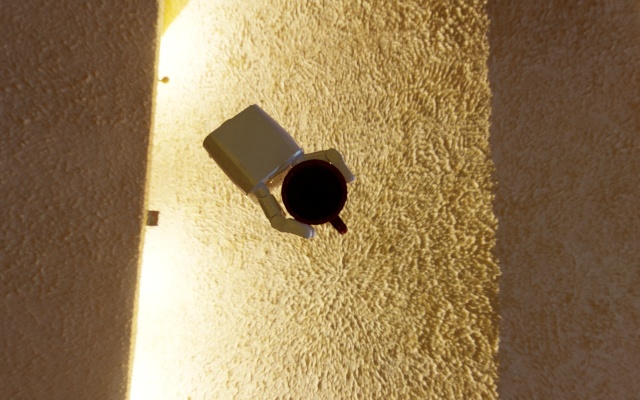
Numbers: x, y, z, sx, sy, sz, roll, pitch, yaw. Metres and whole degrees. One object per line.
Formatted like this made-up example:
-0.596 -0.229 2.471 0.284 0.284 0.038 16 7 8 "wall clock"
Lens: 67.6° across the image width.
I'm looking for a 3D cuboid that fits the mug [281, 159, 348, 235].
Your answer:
0.001 0.003 0.701 0.093 0.117 0.081 -41 -7 -4 "mug"
